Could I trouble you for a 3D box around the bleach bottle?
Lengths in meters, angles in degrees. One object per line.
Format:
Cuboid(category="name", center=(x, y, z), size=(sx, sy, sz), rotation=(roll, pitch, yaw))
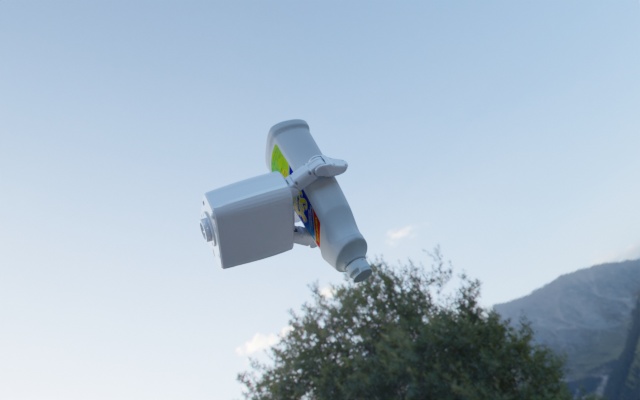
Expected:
Cuboid(category="bleach bottle", center=(0.000, 0.002, 0.675), size=(0.068, 0.250, 0.103), rotation=(-16, -36, -24))
